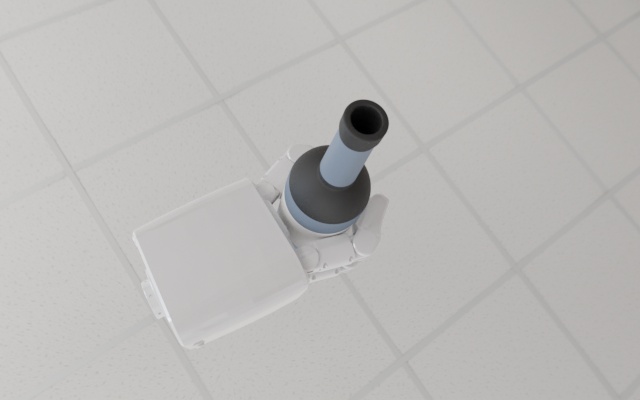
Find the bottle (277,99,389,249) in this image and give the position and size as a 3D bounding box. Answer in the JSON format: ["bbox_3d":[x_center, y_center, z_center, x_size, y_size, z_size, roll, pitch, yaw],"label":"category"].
[{"bbox_3d":[0.000,0.001,0.410,0.069,0.069,0.296,0,-19,-11],"label":"bottle"}]
